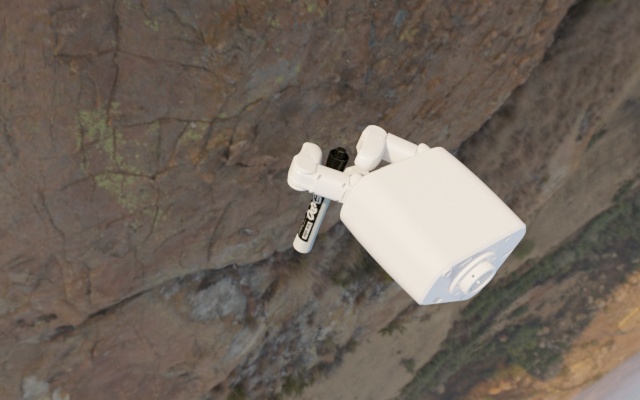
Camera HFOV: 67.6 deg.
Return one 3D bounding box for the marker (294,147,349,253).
[{"bbox_3d":[0.000,0.001,0.451,0.020,0.121,0.020,15,36,-11],"label":"marker"}]
